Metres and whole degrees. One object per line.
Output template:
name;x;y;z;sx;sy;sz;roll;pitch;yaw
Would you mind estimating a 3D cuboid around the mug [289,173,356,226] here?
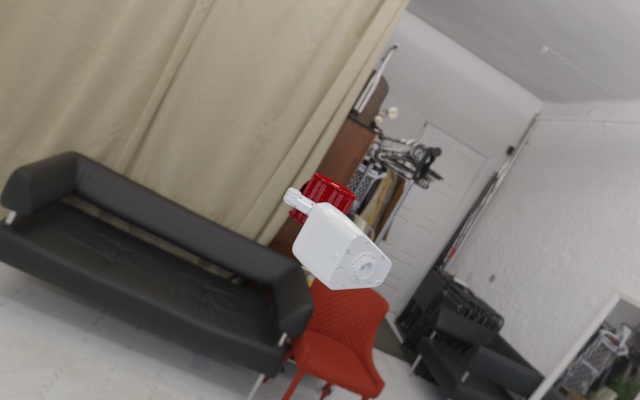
mug;0.000;0.002;0.811;0.093;0.081;0.117;23;10;-39
